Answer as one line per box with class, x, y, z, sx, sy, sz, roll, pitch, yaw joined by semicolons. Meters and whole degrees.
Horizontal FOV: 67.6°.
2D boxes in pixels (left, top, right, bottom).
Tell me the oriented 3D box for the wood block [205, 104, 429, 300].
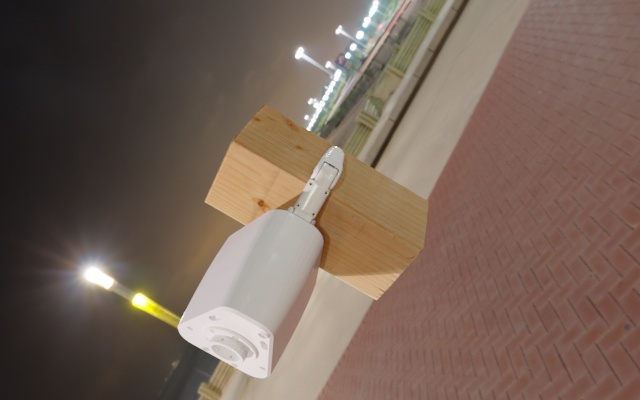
wood block;0.000;0.002;0.502;0.206;0.091;0.090;30;36;-4
